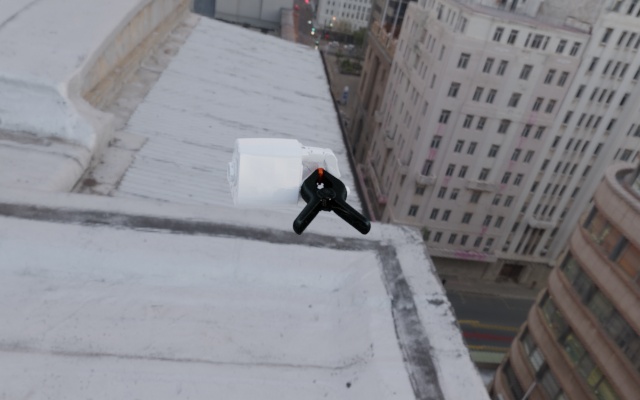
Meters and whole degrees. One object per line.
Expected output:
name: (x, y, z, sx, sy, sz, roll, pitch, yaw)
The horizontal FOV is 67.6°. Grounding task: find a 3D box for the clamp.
clamp: (0.000, 0.002, 0.780, 0.120, 0.039, 0.171, 1, 32, -20)
